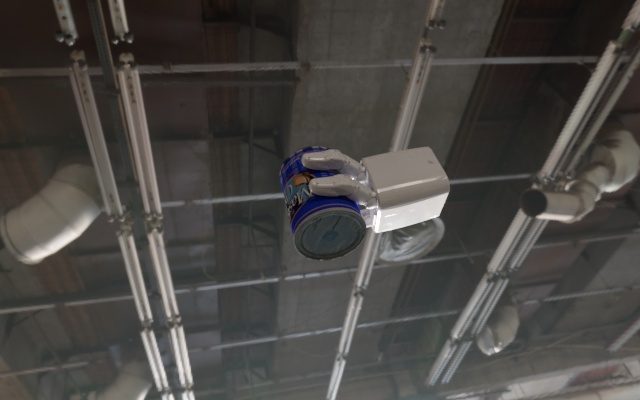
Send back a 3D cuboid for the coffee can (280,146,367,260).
[{"bbox_3d":[0.000,0.002,0.704,0.103,0.103,0.140,0,44,-16],"label":"coffee can"}]
